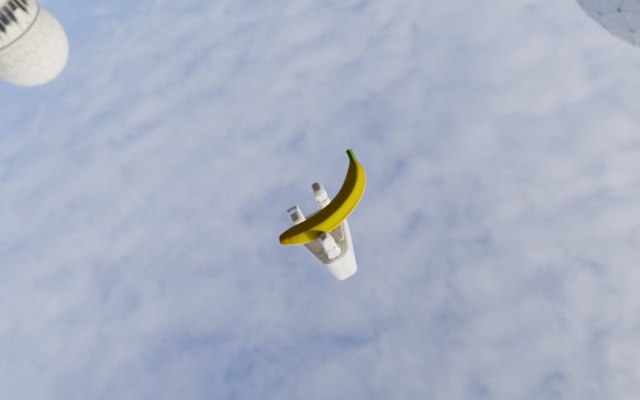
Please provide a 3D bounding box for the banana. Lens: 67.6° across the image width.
[{"bbox_3d":[0.016,0.009,0.782,0.069,0.197,0.037,33,-13,25],"label":"banana"}]
